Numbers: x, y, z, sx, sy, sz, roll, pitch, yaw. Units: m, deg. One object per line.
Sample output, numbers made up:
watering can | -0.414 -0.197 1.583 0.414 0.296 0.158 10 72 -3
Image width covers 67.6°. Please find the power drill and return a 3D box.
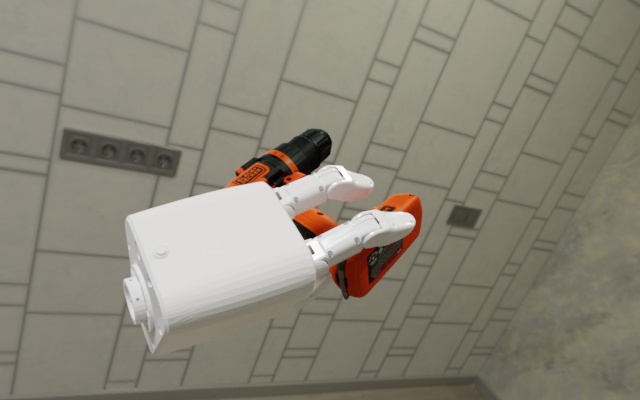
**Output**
power drill | 0.000 0.002 0.467 0.187 0.057 0.184 23 51 34
